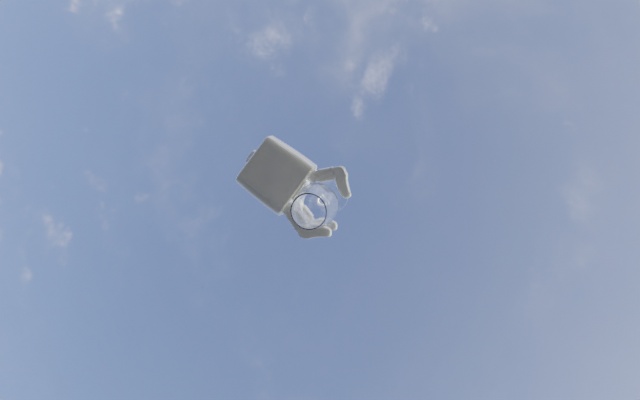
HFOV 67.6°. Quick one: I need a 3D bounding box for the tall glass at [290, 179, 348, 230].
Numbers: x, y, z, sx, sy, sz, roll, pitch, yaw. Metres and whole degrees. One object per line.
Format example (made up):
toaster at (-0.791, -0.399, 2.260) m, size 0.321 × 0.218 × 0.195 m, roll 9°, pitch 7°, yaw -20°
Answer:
tall glass at (0.000, 0.003, 0.875) m, size 0.079 × 0.079 × 0.201 m, roll 0°, pitch 9°, yaw 11°
